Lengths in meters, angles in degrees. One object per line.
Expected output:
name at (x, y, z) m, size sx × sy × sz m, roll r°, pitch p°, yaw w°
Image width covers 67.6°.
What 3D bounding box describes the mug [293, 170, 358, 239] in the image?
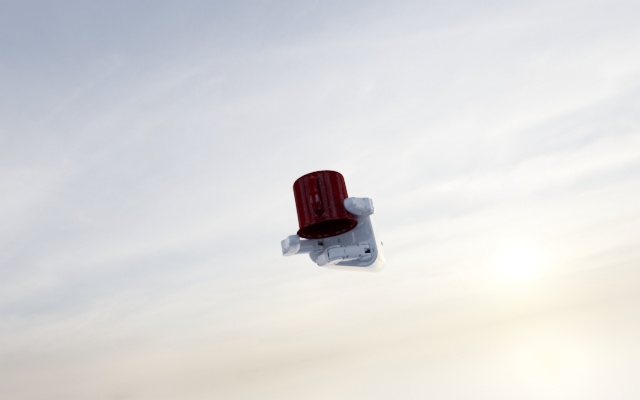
mug at (0.000, 0.002, 0.707) m, size 0.093 × 0.081 × 0.117 m, roll -15°, pitch -20°, yaw 10°
